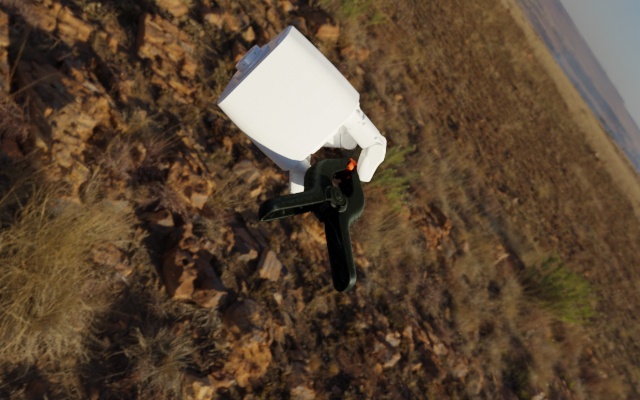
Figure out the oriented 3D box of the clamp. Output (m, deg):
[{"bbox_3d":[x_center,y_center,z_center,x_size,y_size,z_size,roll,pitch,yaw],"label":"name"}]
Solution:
[{"bbox_3d":[0.001,0.001,0.506,0.039,0.171,0.120,-31,-62,32],"label":"clamp"}]
